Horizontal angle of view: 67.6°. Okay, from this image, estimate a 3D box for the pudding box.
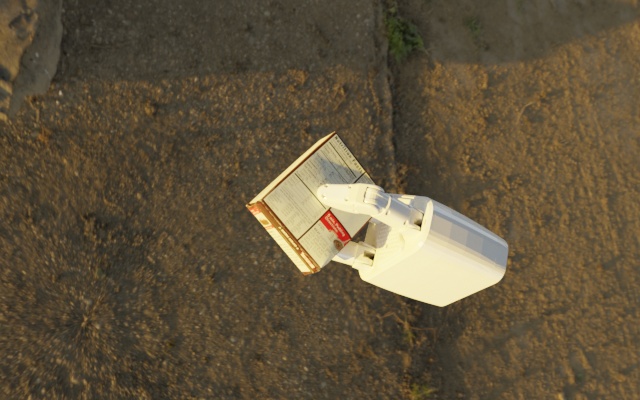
[{"bbox_3d":[0.000,0.002,0.463,0.113,0.090,0.039,-44,10,-29],"label":"pudding box"}]
